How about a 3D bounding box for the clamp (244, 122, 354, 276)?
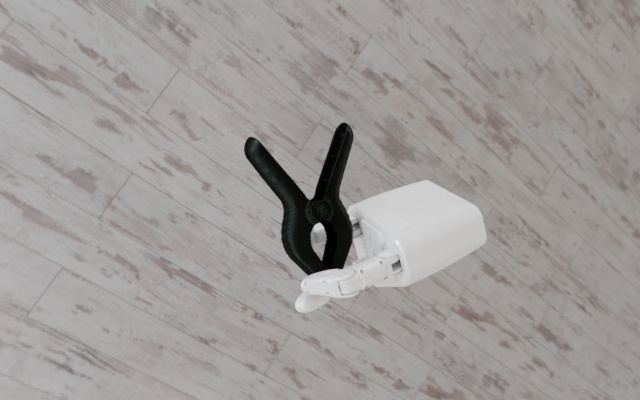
[{"bbox_3d":[0.000,0.002,0.494,0.120,0.171,0.039,-22,13,-20],"label":"clamp"}]
